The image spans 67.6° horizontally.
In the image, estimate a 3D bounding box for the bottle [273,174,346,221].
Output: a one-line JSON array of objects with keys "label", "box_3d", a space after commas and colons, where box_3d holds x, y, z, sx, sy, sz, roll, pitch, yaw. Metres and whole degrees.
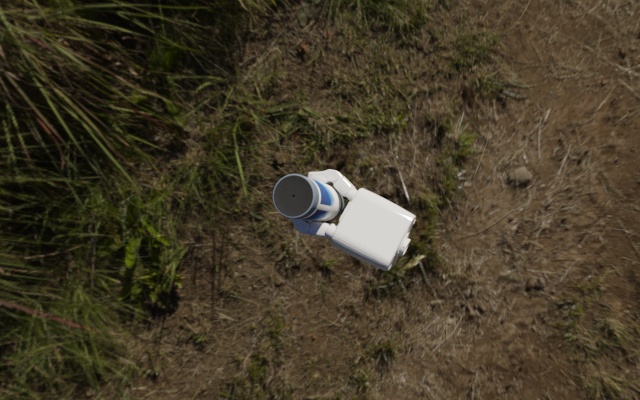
[{"label": "bottle", "box_3d": [0.000, 0.003, 0.848, 0.069, 0.069, 0.296, 0, -4, 16]}]
